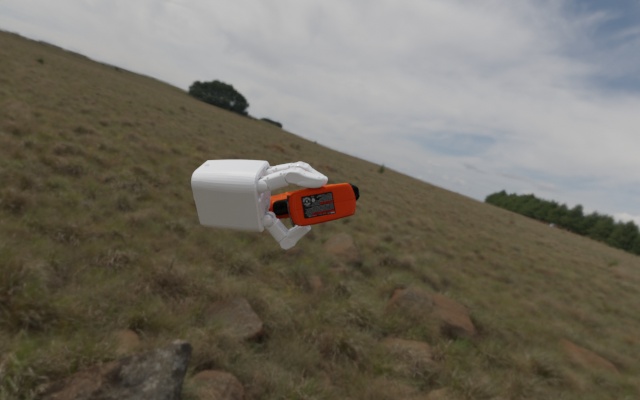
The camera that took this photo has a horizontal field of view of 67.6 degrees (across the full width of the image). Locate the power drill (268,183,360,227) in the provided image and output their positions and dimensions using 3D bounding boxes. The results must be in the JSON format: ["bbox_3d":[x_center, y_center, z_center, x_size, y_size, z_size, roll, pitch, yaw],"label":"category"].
[{"bbox_3d":[0.000,0.003,0.826,0.184,0.057,0.187,-12,2,-12],"label":"power drill"}]
